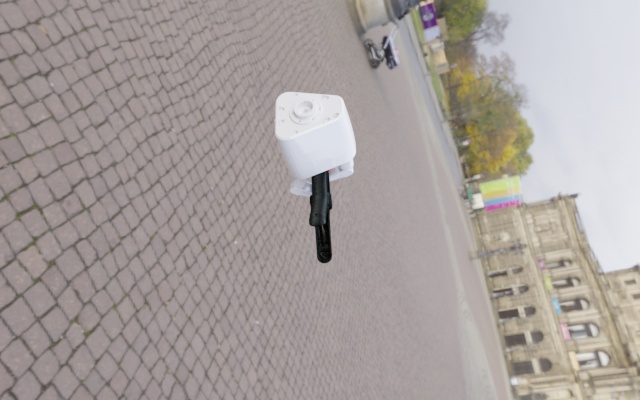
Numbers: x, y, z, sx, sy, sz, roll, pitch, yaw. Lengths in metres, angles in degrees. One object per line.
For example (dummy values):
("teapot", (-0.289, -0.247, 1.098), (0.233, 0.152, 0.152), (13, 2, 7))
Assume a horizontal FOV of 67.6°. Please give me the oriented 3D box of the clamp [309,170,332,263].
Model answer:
("clamp", (0.001, 0.002, 0.770), (0.039, 0.171, 0.120), (-3, -29, -1))
